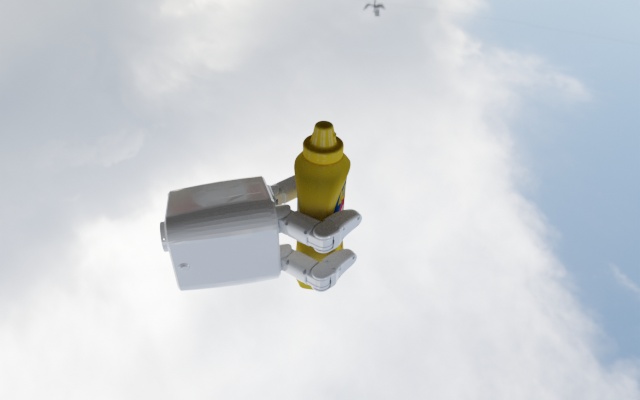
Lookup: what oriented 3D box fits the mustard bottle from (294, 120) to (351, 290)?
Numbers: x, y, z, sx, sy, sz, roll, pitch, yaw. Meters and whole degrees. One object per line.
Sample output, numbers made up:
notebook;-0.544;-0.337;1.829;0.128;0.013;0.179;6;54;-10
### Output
mustard bottle;0.000;0.002;0.517;0.058;0.192;0.096;7;39;7
